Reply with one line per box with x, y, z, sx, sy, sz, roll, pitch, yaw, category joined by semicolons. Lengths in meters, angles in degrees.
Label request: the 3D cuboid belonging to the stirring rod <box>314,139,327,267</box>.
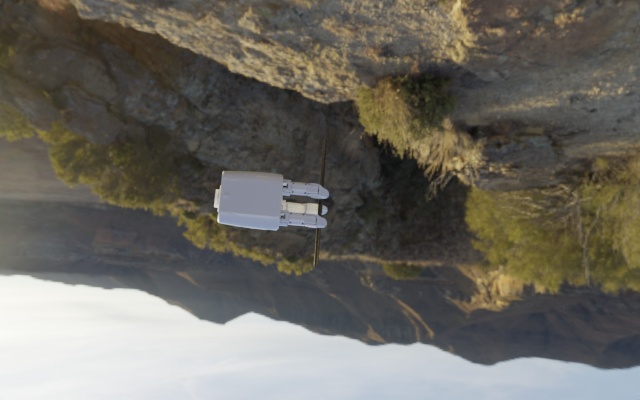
0.000;0.003;0.893;0.011;0.239;0.011;4;-8;1;stirring rod
